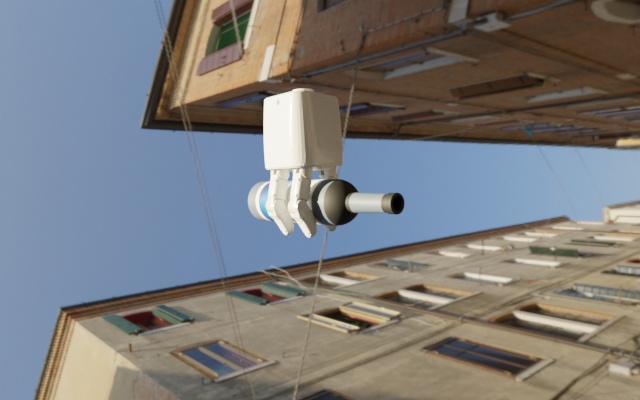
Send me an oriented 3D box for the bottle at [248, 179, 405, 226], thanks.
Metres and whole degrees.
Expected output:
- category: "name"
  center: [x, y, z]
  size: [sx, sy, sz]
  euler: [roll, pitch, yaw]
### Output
- category: "bottle"
  center: [0.000, 0.002, 0.706]
  size: [0.069, 0.069, 0.295]
  euler: [0, 1, -41]
